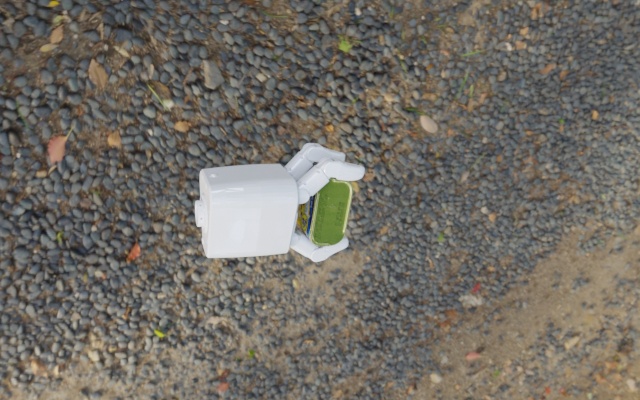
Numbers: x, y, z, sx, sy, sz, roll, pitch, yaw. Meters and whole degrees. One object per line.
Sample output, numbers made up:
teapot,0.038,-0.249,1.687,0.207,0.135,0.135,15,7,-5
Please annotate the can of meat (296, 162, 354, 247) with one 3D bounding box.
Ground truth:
can of meat,0.000,0.002,0.655,0.057,0.102,0.084,0,21,-22
